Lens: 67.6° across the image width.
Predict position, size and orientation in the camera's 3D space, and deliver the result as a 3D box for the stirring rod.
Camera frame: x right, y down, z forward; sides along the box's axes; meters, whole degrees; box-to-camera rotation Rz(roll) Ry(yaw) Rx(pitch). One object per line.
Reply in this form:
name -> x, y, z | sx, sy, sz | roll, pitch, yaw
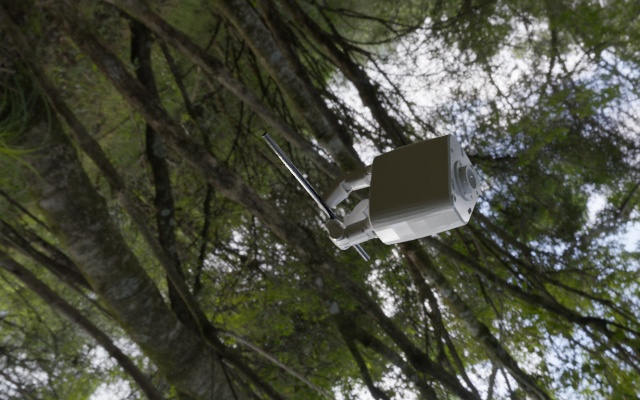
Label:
stirring rod -> 0.000, 0.002, 0.632 | 0.011, 0.011, 0.240 | 0, -43, 50
